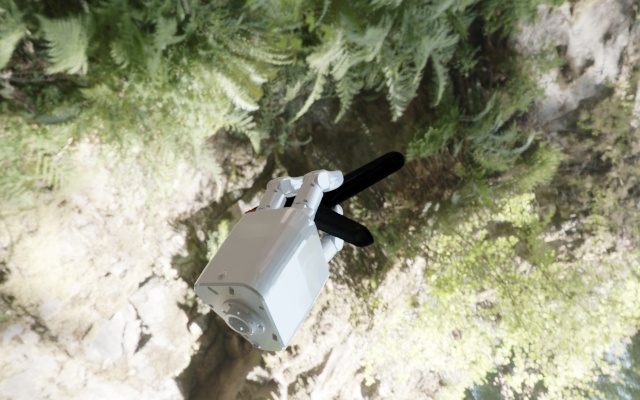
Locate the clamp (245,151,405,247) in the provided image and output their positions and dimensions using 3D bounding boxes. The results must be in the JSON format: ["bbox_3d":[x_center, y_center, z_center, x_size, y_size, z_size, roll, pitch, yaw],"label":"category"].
[{"bbox_3d":[0.000,0.003,0.586,0.210,0.036,0.164,-7,32,37],"label":"clamp"}]
